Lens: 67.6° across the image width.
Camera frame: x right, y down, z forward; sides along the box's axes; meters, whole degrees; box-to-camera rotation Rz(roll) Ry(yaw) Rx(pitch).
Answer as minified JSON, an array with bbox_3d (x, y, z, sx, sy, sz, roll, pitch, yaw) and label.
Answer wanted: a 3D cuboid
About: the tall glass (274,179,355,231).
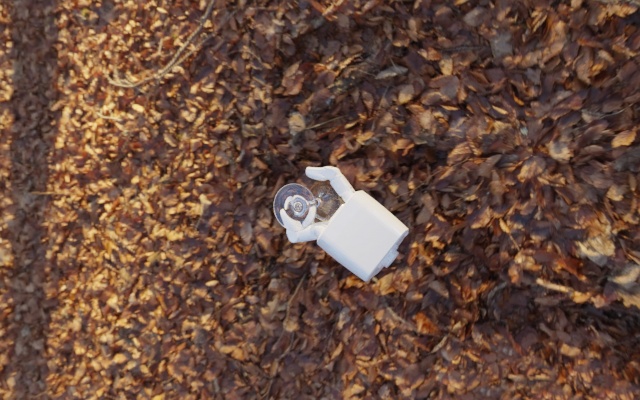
[{"bbox_3d":[0.000,0.003,0.827,0.079,0.079,0.201,0,5,24],"label":"tall glass"}]
